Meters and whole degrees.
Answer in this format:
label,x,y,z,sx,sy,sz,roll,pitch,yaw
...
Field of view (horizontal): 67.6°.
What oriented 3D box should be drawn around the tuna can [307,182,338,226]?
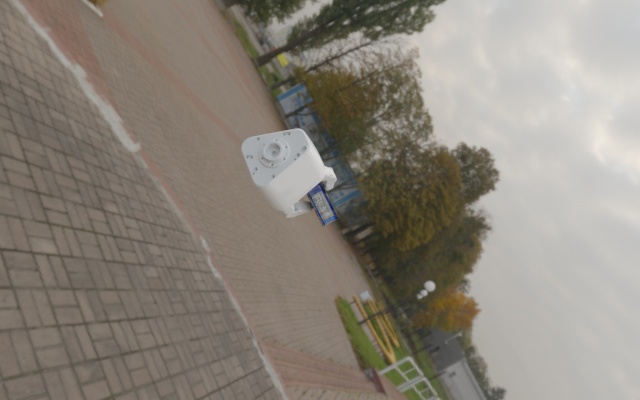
label,x,y,z,sx,sy,sz,roll,pitch,yaw
tuna can,0.001,0.003,0.886,0.034,0.086,0.086,-27,0,-1
